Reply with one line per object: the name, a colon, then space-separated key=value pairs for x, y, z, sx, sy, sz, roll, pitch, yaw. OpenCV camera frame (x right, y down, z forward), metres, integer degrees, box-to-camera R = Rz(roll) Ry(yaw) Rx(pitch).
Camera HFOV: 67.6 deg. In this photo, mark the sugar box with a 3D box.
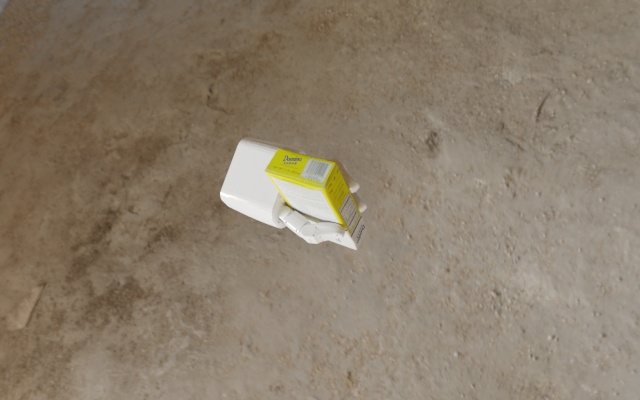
sugar box: x=0.000 y=0.002 z=0.668 sx=0.093 sy=0.048 sz=0.176 roll=18 pitch=-21 yaw=28
